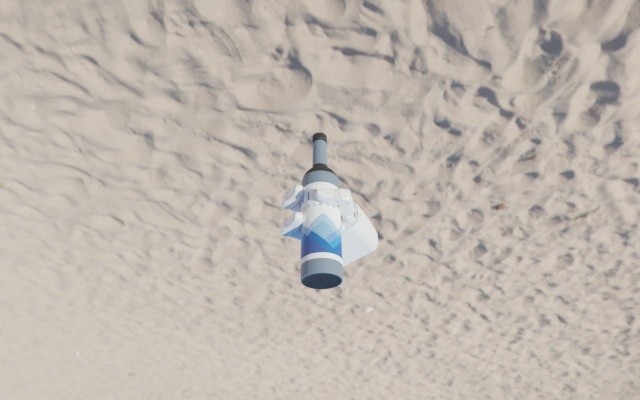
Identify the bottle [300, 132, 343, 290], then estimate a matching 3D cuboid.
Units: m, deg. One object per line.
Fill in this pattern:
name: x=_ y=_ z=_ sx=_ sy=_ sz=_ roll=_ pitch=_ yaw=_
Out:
bottle: x=0.000 y=0.003 z=0.821 sx=0.069 sy=0.295 sz=0.069 roll=-1 pitch=-33 yaw=0
